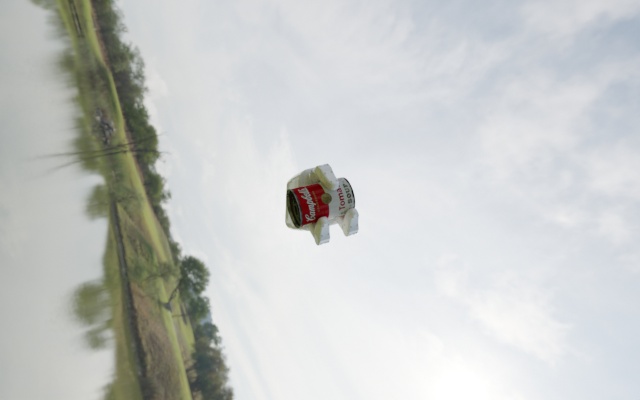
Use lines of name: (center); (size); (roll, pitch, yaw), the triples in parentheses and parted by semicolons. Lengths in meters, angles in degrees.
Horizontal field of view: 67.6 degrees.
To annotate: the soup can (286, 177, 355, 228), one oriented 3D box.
soup can: (0.001, 0.002, 0.817); (0.102, 0.068, 0.068); (-14, 5, -20)
